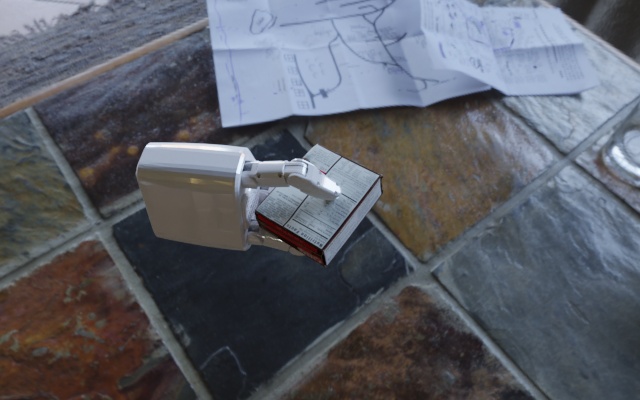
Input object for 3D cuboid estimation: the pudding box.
[{"bbox_3d":[0.000,0.002,0.505,0.090,0.113,0.039,30,-25,22],"label":"pudding box"}]
